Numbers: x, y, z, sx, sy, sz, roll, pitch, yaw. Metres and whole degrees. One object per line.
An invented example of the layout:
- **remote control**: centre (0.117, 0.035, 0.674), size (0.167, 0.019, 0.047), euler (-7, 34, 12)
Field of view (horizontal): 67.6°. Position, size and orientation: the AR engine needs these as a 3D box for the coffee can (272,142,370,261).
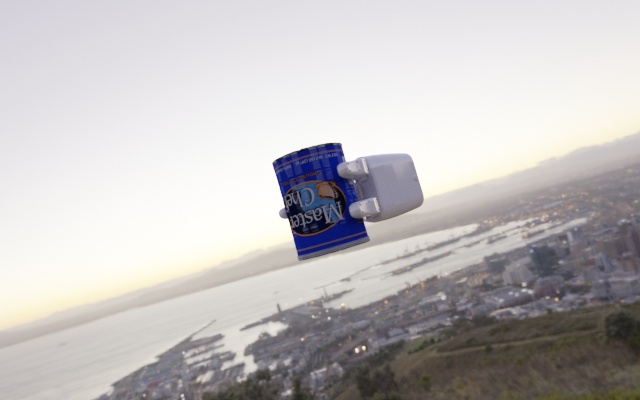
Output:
- **coffee can**: centre (0.000, 0.002, 0.660), size (0.103, 0.140, 0.103), euler (-16, -4, -1)
